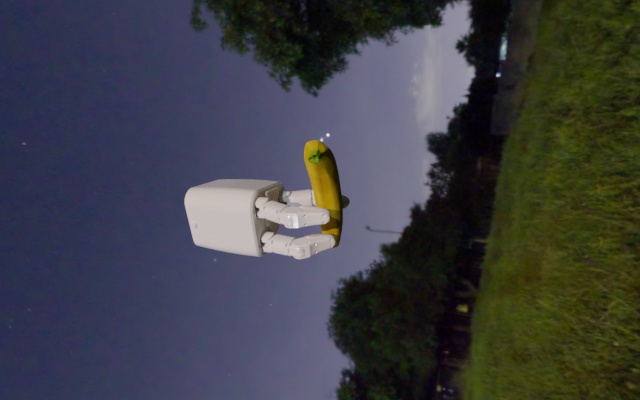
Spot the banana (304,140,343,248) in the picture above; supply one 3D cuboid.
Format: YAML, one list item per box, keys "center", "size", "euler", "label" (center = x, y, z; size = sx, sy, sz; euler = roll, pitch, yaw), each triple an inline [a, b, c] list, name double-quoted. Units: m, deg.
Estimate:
- center: [0.004, -0.015, 0.626]
  size: [0.037, 0.069, 0.198]
  euler: [4, -35, 16]
  label: "banana"
